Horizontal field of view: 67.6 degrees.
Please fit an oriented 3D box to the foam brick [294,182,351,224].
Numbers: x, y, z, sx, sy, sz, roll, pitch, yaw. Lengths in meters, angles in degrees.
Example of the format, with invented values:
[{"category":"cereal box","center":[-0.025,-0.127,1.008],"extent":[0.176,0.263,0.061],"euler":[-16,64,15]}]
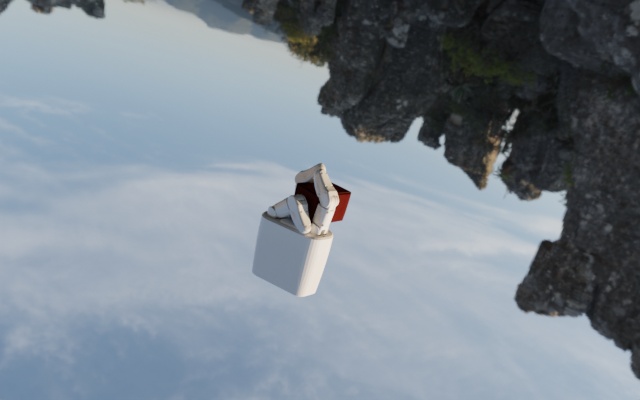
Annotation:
[{"category":"foam brick","center":[0.000,0.002,0.762],"extent":[0.078,0.051,0.053],"euler":[-5,27,-46]}]
